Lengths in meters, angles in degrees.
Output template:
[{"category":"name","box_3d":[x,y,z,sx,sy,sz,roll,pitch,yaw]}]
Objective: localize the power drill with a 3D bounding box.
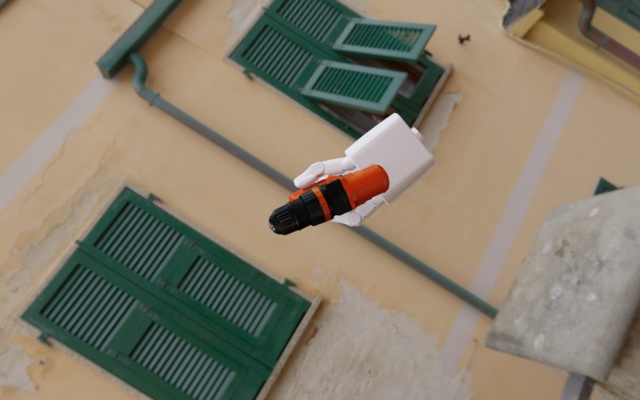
[{"category":"power drill","box_3d":[0.000,0.002,0.744,0.184,0.057,0.187,-22,5,-10]}]
